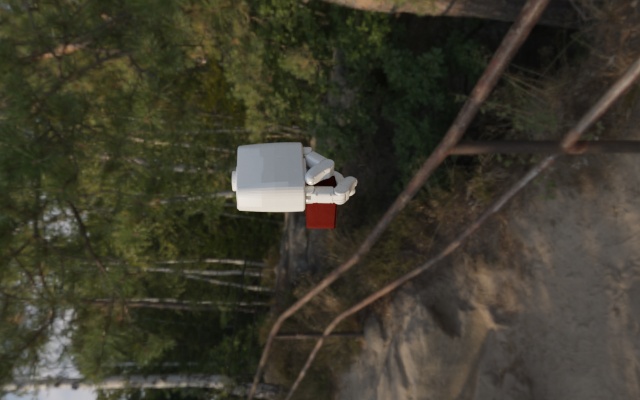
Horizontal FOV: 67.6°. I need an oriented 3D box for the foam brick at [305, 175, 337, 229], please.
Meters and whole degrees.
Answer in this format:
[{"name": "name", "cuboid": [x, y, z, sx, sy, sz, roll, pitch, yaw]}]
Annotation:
[{"name": "foam brick", "cuboid": [0.000, 0.003, 0.810, 0.051, 0.078, 0.053, -2, 39, -5]}]
